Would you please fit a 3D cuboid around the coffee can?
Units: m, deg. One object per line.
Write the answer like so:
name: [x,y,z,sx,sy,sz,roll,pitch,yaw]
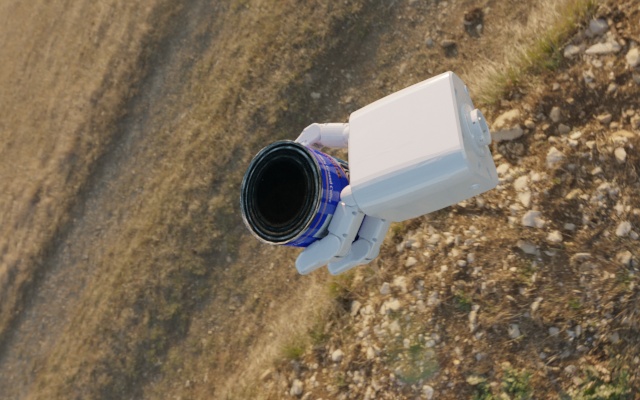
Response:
coffee can: [0.000,0.002,0.510,0.103,0.103,0.140,0,-8,36]
